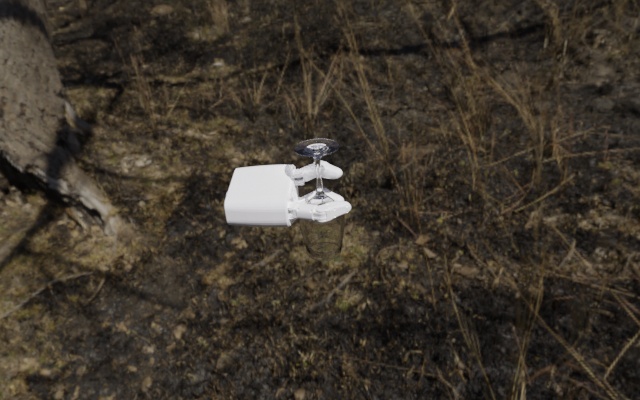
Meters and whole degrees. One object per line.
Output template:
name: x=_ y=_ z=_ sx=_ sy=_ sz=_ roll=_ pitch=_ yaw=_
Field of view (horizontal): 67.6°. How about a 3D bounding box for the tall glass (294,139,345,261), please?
tall glass: x=0.000 y=0.002 z=0.807 sx=0.079 sy=0.201 sz=0.079 roll=-4 pitch=27 yaw=2
